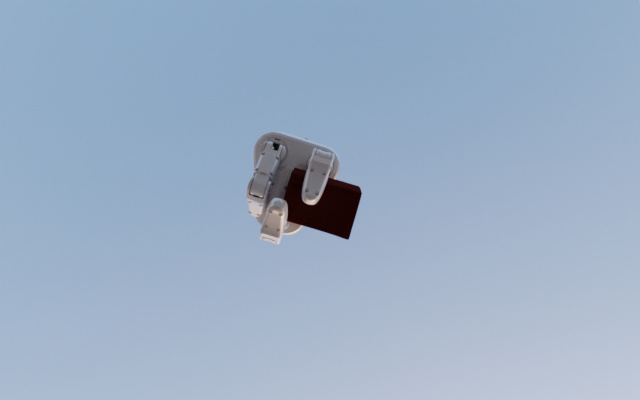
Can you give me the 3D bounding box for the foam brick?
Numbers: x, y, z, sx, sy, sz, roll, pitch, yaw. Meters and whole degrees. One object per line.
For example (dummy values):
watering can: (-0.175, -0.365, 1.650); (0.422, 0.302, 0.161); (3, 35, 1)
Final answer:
foam brick: (0.000, 0.002, 0.510); (0.078, 0.053, 0.051); (17, 9, -1)
